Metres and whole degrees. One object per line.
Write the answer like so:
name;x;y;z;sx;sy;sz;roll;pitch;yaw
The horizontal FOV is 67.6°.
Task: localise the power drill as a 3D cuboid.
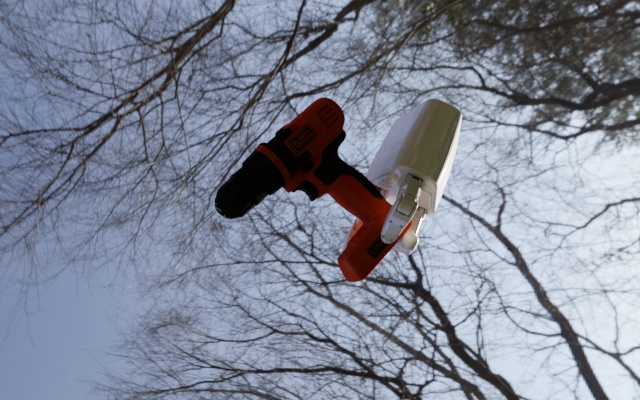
power drill;0.001;0.002;0.542;0.184;0.188;0.057;-45;11;-16
